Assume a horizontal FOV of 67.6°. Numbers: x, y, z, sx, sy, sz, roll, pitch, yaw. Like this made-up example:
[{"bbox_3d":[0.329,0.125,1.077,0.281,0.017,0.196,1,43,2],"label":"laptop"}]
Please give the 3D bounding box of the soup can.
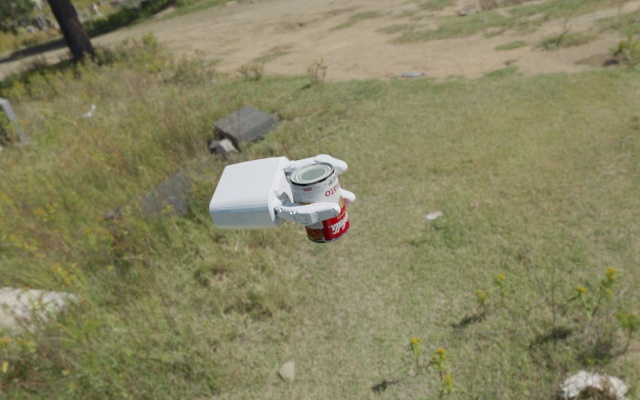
[{"bbox_3d":[0.000,0.002,0.704,0.068,0.102,0.068,-12,28,7],"label":"soup can"}]
